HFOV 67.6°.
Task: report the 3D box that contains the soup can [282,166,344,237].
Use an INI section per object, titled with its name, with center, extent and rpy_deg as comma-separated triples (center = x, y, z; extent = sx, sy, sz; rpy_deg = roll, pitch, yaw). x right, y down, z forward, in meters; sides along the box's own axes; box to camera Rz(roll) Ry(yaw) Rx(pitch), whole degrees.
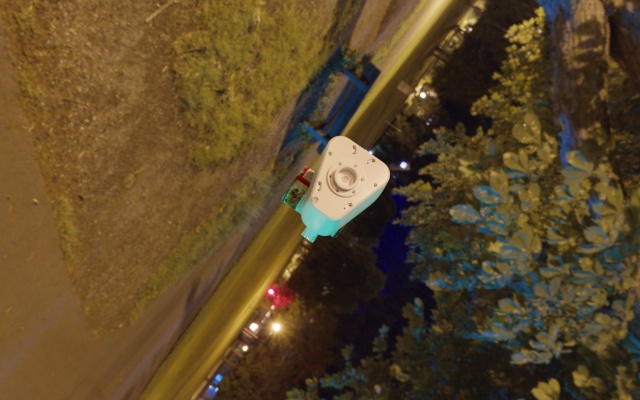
[soup can]
center = 0.000, 0.003, 0.747
extent = 0.102, 0.068, 0.068
rpy_deg = 35, 2, 3
